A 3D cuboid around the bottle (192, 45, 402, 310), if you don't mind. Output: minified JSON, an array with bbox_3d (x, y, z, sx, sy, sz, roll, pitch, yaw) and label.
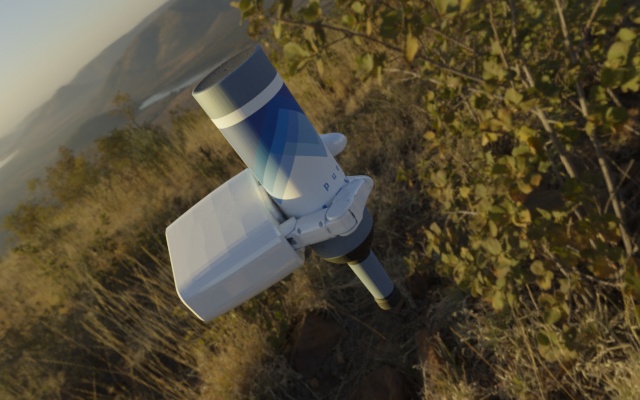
[{"bbox_3d":[0.000,0.001,0.448,0.069,0.296,0.069,-27,29,16],"label":"bottle"}]
